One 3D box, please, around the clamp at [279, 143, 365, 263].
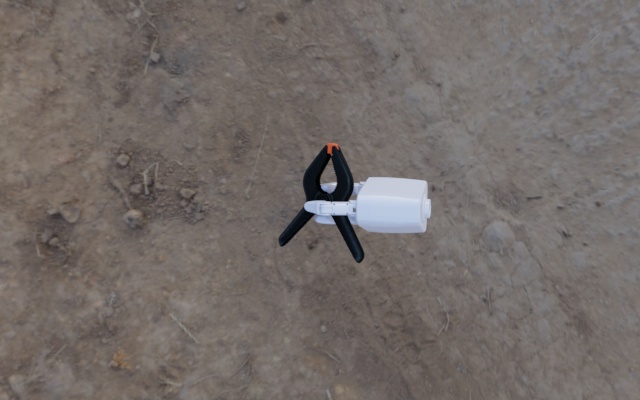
[{"bbox_3d":[0.000,0.002,0.856,0.164,0.210,0.036,2,6,20],"label":"clamp"}]
